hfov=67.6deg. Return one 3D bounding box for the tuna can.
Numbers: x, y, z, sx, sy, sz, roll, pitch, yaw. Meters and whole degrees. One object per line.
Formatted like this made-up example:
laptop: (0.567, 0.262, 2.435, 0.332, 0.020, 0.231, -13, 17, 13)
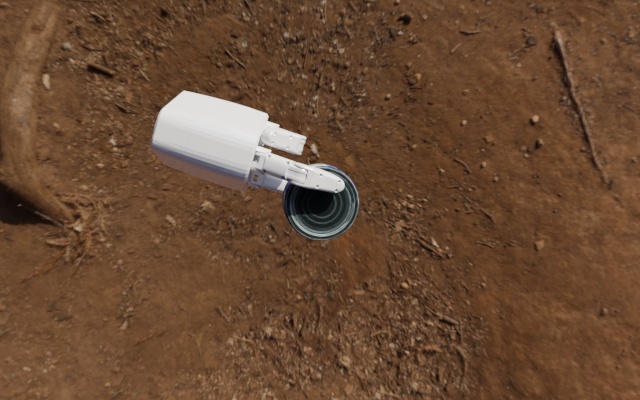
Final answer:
tuna can: (0.000, 0.002, 0.543, 0.086, 0.086, 0.033, 0, 8, -8)
